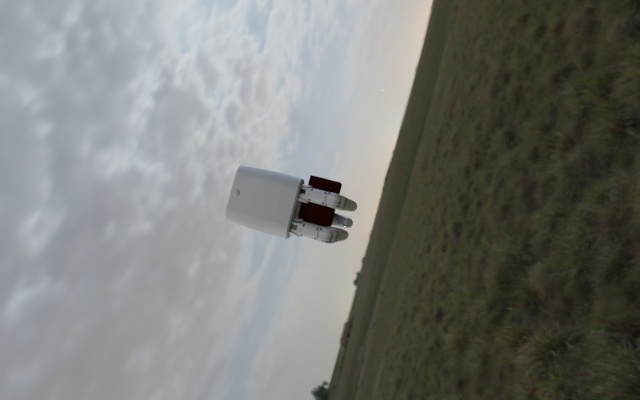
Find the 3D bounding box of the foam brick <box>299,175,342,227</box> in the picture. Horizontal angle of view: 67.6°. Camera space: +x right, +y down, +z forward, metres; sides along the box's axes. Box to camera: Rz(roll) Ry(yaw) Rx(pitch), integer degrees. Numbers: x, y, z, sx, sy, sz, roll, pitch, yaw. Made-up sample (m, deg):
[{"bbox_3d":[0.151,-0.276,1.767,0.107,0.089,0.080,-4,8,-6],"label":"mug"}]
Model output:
[{"bbox_3d":[0.000,0.002,0.775,0.051,0.078,0.053,15,-2,5],"label":"foam brick"}]
